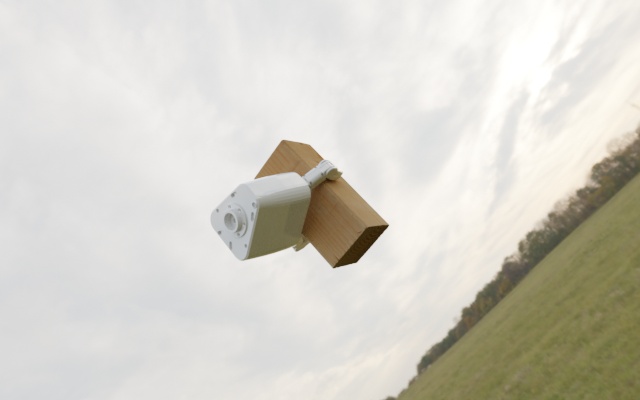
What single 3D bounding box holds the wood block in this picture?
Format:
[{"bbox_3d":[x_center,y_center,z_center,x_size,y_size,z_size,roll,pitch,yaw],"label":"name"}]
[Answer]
[{"bbox_3d":[0.000,0.002,0.782,0.206,0.091,0.090,47,22,22],"label":"wood block"}]
